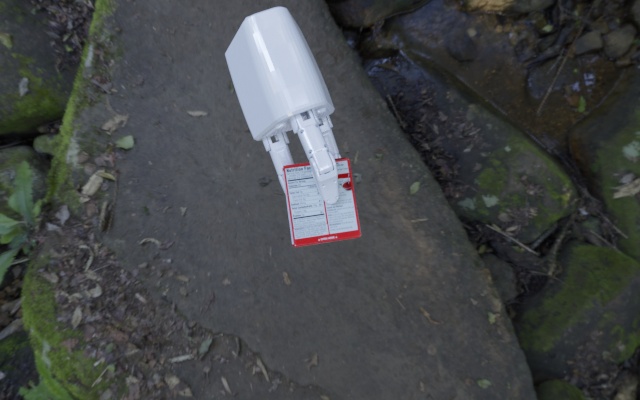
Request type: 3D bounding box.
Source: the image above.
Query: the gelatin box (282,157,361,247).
[{"bbox_3d":[0.000,0.002,0.519,0.073,0.089,0.030,-8,-4,-8],"label":"gelatin box"}]
